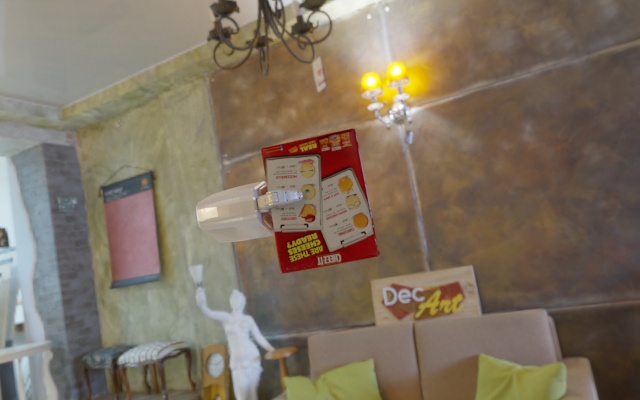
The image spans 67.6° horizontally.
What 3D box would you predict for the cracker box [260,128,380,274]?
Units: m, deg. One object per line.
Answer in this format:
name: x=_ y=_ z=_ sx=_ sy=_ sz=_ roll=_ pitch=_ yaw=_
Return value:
cracker box: x=0.000 y=0.002 z=0.805 sx=0.164 sy=0.213 sz=0.072 roll=-11 pitch=-6 yaw=9
